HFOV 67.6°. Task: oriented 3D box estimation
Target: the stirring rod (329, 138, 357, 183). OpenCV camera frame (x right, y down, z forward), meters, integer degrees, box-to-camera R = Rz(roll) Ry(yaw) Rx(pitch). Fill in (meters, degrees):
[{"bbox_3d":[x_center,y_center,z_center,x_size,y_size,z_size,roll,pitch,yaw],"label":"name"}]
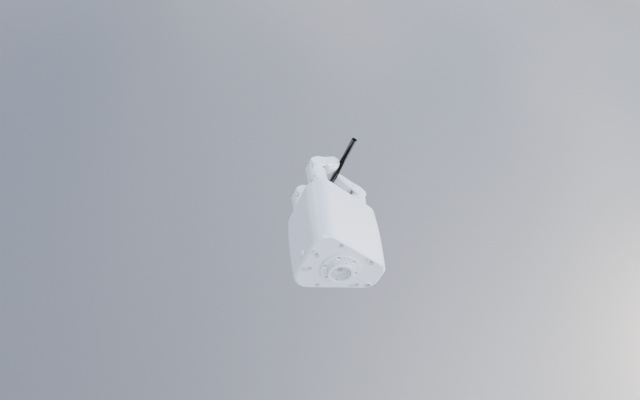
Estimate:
[{"bbox_3d":[0.000,0.003,0.738,0.011,0.240,0.011,19,35,-14],"label":"stirring rod"}]
